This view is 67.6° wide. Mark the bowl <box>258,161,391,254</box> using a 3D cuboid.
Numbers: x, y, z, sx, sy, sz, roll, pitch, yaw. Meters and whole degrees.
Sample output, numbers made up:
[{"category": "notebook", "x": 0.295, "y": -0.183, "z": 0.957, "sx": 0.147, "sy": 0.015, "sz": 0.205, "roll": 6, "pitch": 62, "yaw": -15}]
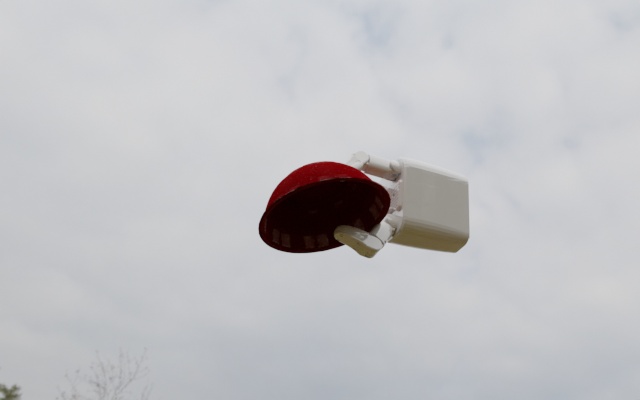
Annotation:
[{"category": "bowl", "x": -0.001, "y": 0.001, "z": 0.580, "sx": 0.162, "sy": 0.055, "sz": 0.162, "roll": -12, "pitch": -32, "yaw": -7}]
